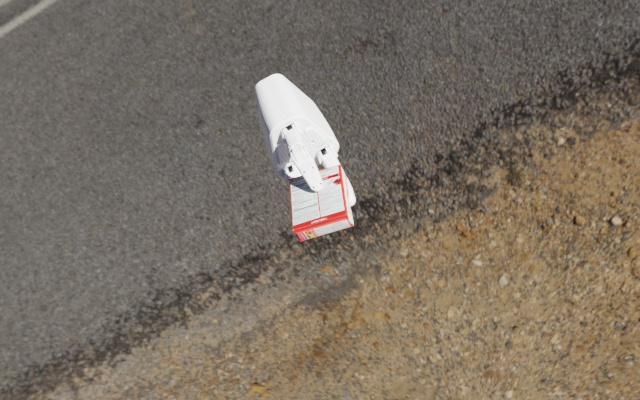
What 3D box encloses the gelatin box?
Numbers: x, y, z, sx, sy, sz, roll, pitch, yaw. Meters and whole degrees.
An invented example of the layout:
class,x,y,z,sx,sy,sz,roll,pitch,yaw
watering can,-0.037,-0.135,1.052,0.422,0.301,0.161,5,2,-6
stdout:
class,x,y,z,sx,sy,sz,roll,pitch,yaw
gelatin box,0.000,0.002,0.614,0.073,0.089,0.030,-17,-41,12
